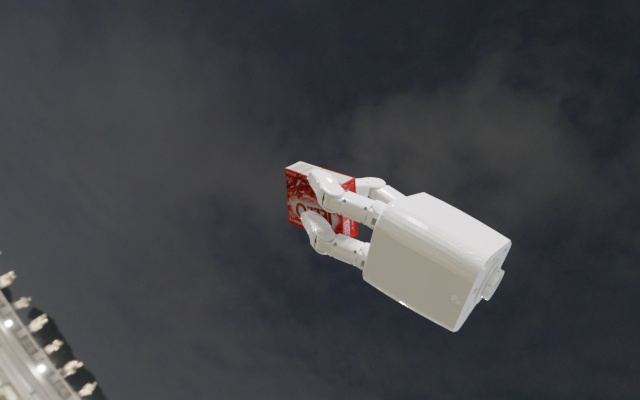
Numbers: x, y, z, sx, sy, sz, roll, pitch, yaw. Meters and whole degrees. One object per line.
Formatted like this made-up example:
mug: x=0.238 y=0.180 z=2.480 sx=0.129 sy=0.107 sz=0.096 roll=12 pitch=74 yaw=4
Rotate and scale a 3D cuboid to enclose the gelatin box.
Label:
gelatin box: x=0.000 y=0.002 z=0.550 sx=0.089 sy=0.073 sz=0.030 roll=20 pitch=34 yaw=38
